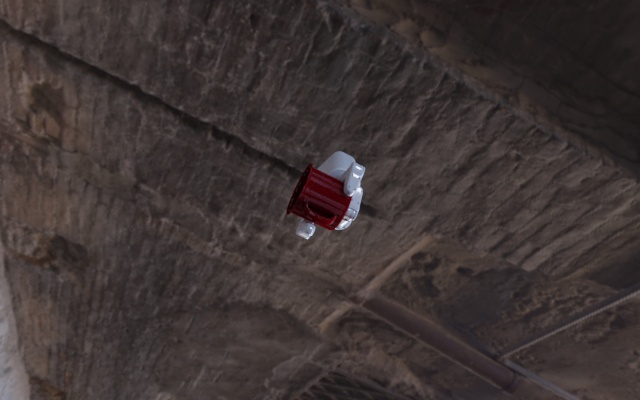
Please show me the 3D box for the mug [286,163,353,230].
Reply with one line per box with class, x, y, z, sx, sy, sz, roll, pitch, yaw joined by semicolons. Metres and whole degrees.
mug;0.000;0.003;0.770;0.081;0.093;0.117;26;23;-10
